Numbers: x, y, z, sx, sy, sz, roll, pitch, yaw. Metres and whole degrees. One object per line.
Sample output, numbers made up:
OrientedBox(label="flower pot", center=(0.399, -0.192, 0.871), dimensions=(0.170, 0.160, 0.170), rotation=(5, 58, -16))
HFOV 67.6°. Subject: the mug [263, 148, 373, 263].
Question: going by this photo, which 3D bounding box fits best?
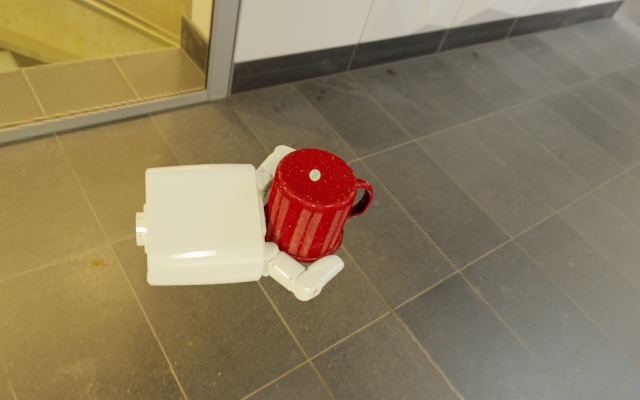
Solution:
OrientedBox(label="mug", center=(0.002, 0.001, 0.485), dimensions=(0.117, 0.093, 0.082), rotation=(-4, -39, -20))
